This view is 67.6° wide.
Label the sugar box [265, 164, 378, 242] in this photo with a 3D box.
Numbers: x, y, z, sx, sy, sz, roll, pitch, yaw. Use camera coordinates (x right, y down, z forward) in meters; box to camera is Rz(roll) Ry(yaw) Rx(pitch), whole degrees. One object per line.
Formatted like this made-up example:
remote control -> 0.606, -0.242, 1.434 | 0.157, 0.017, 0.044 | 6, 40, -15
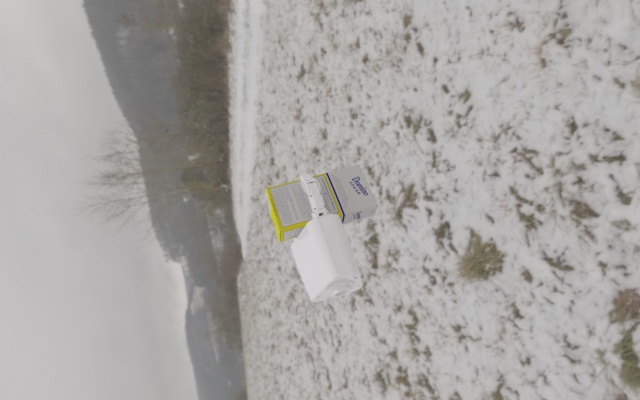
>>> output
sugar box -> 0.000, 0.003, 0.831 | 0.176, 0.093, 0.048 | -13, -28, -15
